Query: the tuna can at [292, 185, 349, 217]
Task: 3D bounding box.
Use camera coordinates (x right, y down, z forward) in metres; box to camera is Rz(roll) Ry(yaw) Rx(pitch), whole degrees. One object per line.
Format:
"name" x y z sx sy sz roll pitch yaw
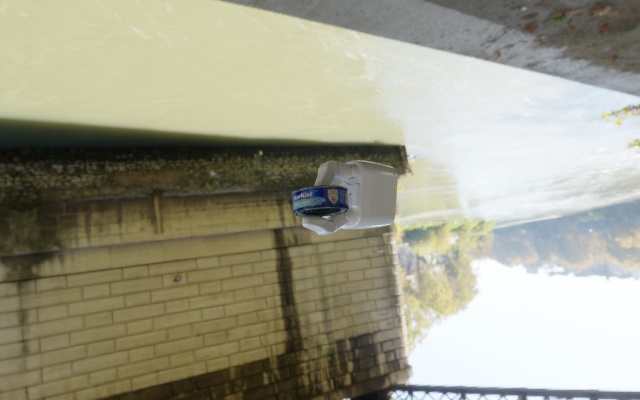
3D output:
"tuna can" 0.000 0.003 0.728 0.086 0.033 0.086 -4 -11 -1
